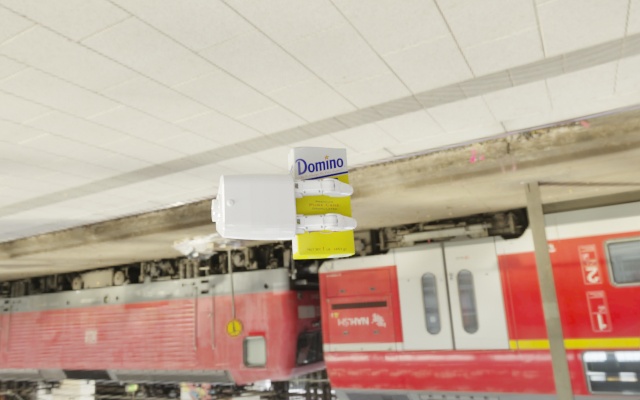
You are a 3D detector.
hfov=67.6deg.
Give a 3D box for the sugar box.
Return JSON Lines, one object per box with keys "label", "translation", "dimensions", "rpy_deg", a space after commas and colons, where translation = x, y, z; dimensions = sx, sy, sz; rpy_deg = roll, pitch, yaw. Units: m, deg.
{"label": "sugar box", "translation": [0.000, 0.002, 0.762], "dimensions": [0.093, 0.176, 0.048], "rpy_deg": [0, -13, -16]}
